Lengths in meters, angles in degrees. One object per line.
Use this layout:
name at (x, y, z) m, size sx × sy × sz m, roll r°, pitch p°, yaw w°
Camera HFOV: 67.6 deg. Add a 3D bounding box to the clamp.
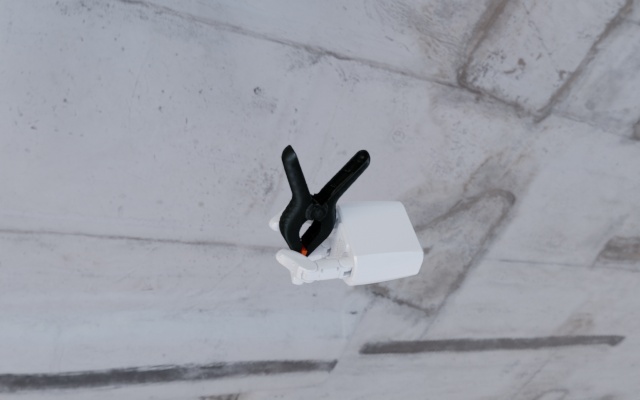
clamp at (0.000, 0.003, 0.618) m, size 0.120 × 0.172 × 0.039 m, roll -4°, pitch 38°, yaw -20°
